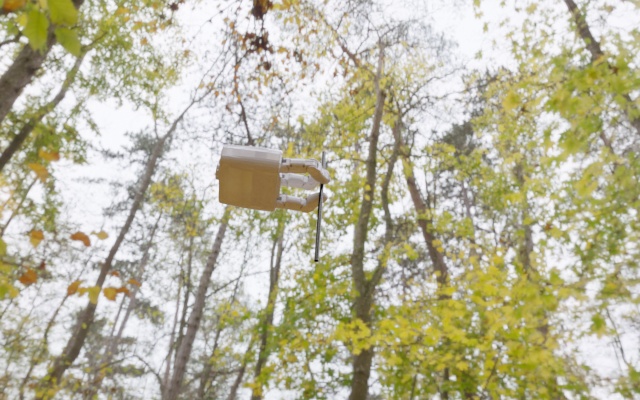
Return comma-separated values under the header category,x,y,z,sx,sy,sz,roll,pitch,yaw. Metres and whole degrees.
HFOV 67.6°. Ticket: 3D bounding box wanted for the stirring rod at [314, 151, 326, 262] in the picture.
category,x,y,z,sx,sy,sz,roll,pitch,yaw
stirring rod,0.000,0.003,0.845,0.011,0.239,0.011,3,-38,2
